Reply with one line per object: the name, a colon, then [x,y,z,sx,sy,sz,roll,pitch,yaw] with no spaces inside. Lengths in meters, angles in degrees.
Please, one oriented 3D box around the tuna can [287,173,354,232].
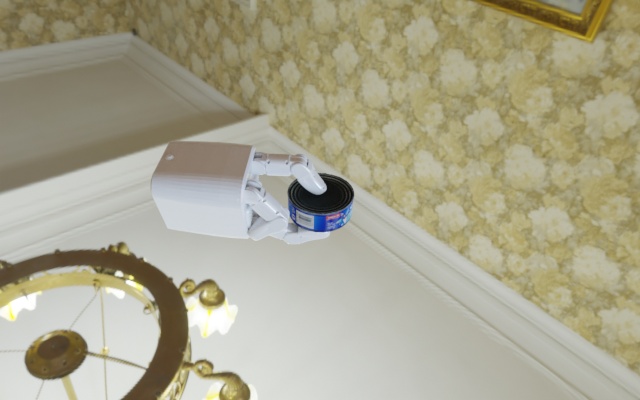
tuna can: [0.000,0.002,0.620,0.086,0.034,0.086,1,39,-1]
